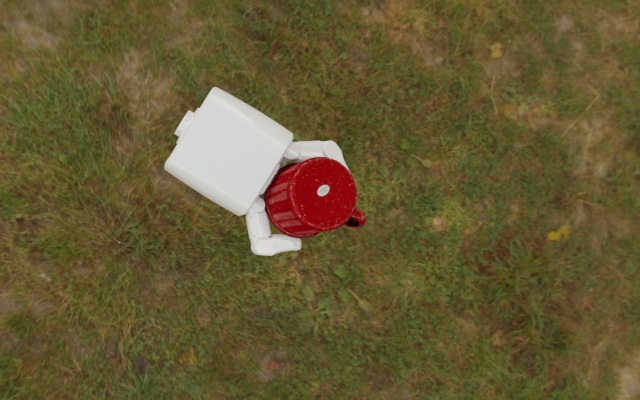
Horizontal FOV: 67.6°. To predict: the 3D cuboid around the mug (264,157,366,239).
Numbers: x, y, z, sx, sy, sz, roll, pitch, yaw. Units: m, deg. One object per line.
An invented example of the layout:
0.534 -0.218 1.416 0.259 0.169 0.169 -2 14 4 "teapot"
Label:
0.001 0.003 0.548 0.117 0.093 0.081 30 -15 -16 "mug"
